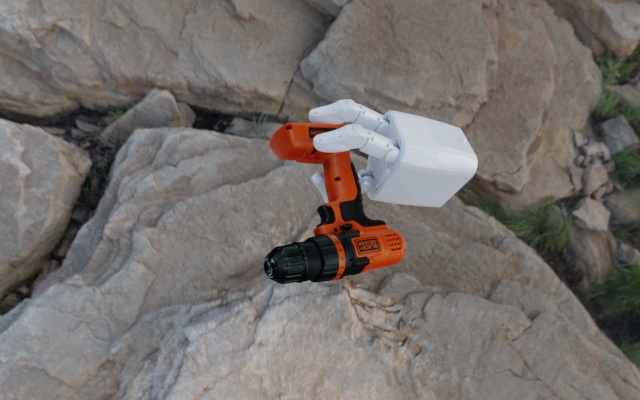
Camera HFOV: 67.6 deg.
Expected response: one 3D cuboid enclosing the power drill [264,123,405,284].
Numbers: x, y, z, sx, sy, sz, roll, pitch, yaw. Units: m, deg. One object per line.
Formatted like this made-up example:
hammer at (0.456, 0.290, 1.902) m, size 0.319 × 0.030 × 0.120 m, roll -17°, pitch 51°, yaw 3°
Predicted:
power drill at (0.000, 0.001, 0.560) m, size 0.184 × 0.187 × 0.057 m, roll -4°, pitch -21°, yaw -36°
